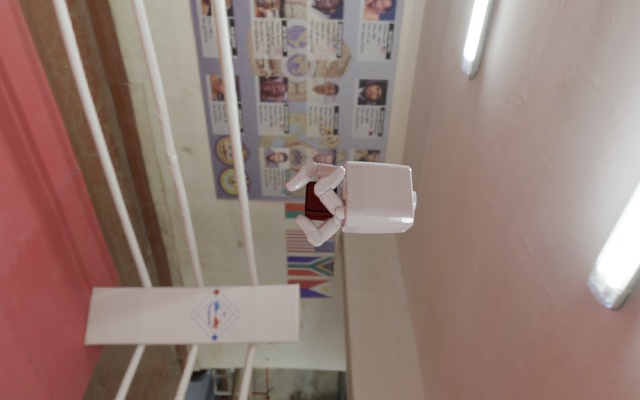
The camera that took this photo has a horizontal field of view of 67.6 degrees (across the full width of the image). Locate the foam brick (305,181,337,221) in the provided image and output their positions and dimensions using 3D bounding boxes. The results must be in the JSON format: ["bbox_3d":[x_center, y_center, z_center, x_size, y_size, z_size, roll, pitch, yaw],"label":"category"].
[{"bbox_3d":[0.000,0.003,0.808,0.051,0.053,0.078,3,-12,-1],"label":"foam brick"}]
